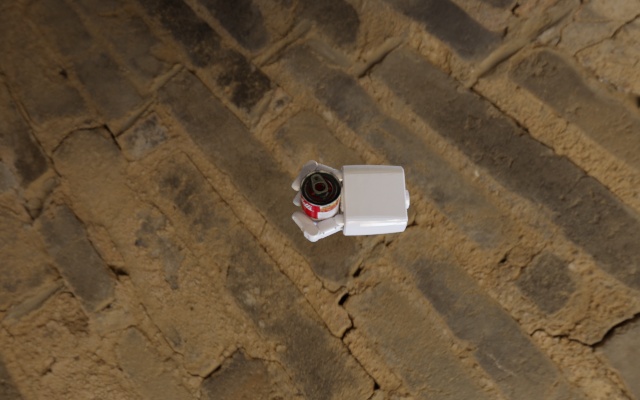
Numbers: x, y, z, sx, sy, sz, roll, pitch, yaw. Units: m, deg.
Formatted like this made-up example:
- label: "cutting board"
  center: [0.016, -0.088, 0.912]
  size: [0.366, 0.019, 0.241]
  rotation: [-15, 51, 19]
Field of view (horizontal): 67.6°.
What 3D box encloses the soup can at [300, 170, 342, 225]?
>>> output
- label: "soup can"
  center: [0.000, 0.003, 0.816]
  size: [0.068, 0.068, 0.102]
  rotation: [0, -28, -1]
